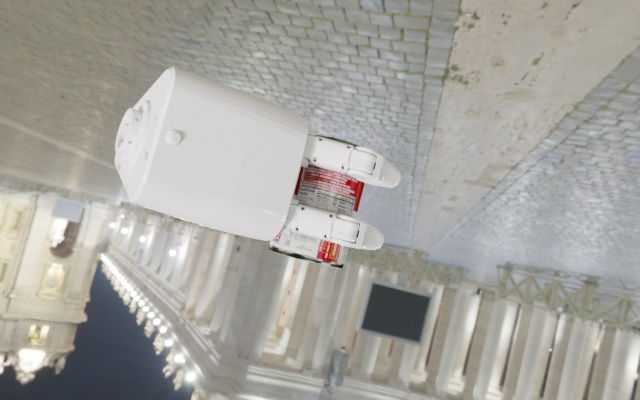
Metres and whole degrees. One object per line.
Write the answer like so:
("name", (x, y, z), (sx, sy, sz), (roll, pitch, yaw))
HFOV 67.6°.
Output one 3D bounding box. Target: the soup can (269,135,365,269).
("soup can", (0.000, 0.002, 0.413), (0.068, 0.102, 0.068), (14, -5, 1))
